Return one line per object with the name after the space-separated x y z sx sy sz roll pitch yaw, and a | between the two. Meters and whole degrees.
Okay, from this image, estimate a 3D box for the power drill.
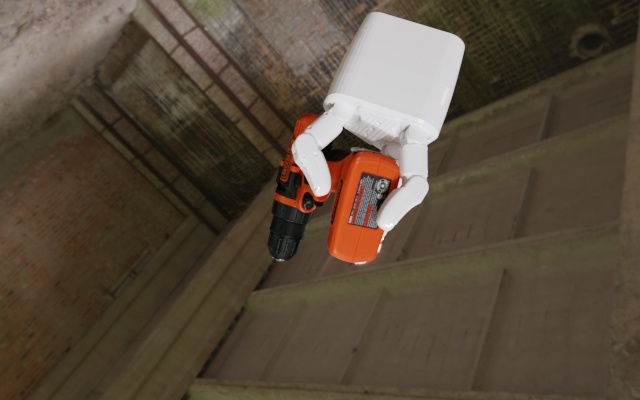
0.000 0.002 0.522 0.057 0.184 0.187 9 9 -28 | power drill
